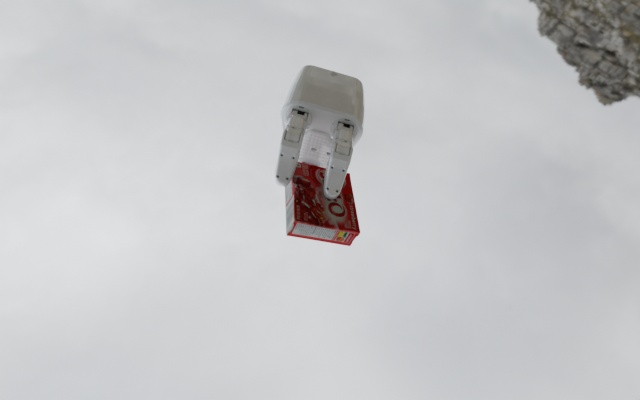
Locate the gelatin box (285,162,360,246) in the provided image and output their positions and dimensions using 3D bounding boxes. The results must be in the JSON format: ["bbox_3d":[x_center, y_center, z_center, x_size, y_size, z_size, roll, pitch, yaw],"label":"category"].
[{"bbox_3d":[0.000,0.002,0.518,0.073,0.089,0.030,12,-43,-19],"label":"gelatin box"}]
